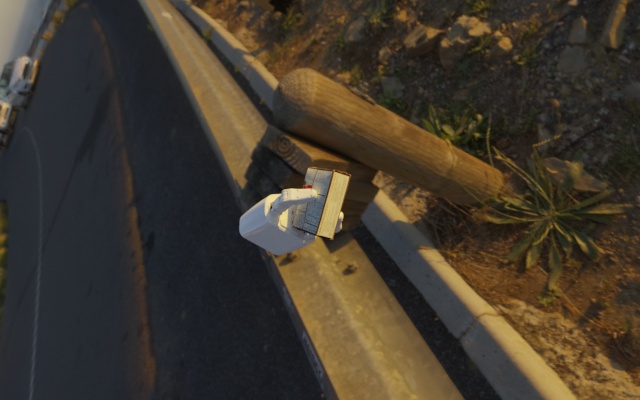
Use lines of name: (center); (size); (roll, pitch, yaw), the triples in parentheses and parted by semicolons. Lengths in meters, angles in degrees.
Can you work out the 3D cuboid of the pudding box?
pudding box: (0.000, 0.003, 0.802); (0.039, 0.113, 0.090); (14, 0, -31)
